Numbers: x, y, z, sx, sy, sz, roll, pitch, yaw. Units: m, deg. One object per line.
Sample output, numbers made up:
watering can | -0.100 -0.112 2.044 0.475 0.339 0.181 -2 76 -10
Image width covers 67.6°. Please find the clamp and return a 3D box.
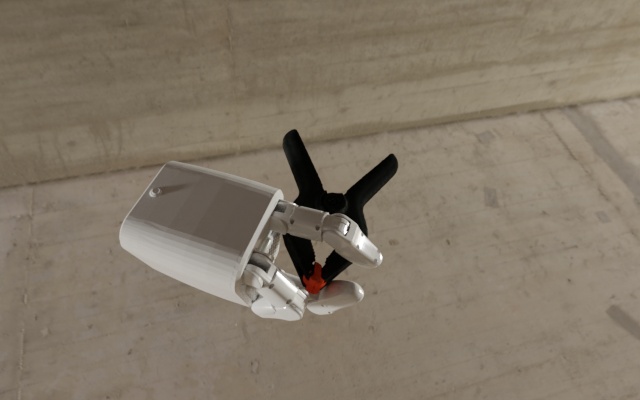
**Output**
clamp | 0.000 0.002 0.455 0.120 0.171 0.039 17 -37 8
